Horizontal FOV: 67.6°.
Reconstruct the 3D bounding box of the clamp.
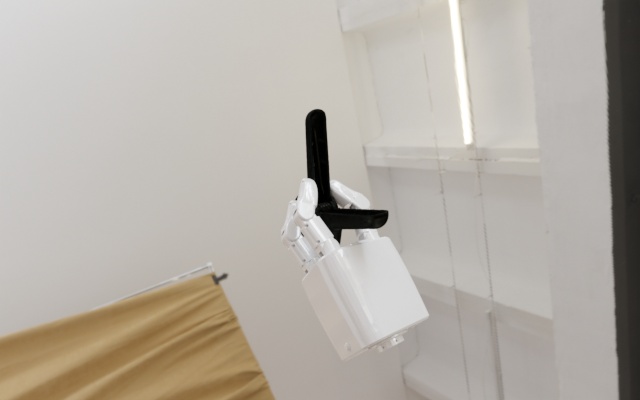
[{"bbox_3d":[0.001,0.002,0.597,0.036,0.164,0.210,-14,-23,-28],"label":"clamp"}]
